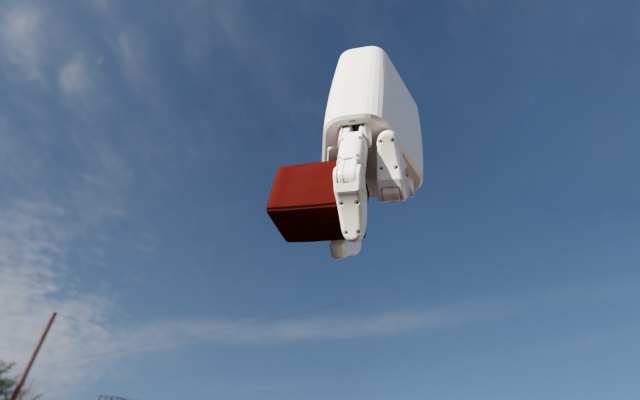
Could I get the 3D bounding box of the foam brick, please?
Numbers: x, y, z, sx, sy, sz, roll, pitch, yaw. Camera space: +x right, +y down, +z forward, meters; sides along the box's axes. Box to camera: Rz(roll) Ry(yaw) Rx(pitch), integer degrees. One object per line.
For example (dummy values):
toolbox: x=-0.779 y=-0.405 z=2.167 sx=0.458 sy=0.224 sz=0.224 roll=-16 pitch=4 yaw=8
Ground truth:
foam brick: x=0.000 y=0.001 z=0.428 sx=0.078 sy=0.051 sz=0.053 roll=-5 pitch=-39 yaw=16
